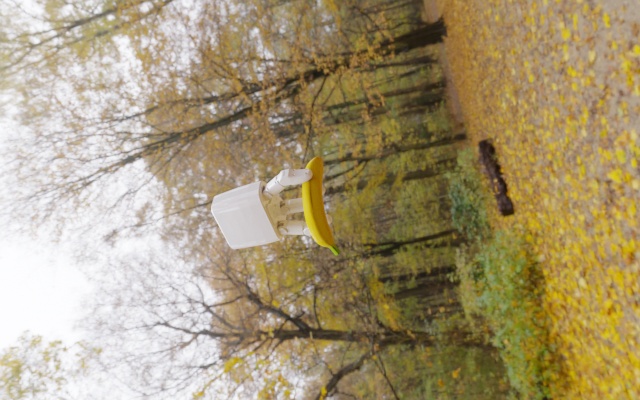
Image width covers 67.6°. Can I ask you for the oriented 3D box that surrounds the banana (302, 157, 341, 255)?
[{"bbox_3d":[-0.007,0.000,0.857,0.037,0.197,0.070,-17,-24,19],"label":"banana"}]
